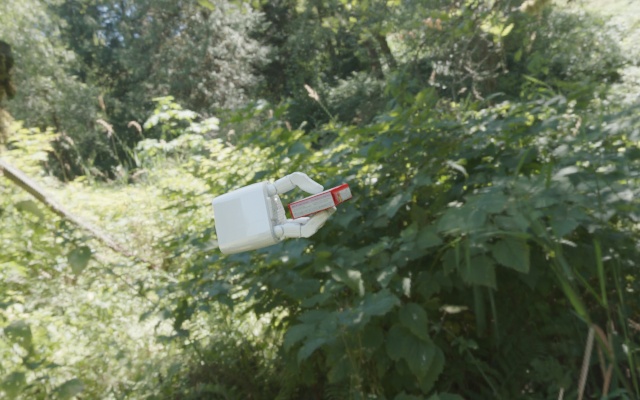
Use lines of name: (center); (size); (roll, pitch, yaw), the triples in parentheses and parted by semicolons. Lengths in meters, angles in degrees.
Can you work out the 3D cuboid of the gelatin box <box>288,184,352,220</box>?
gelatin box: (0.000, 0.002, 0.815); (0.089, 0.030, 0.073); (-19, 1, 27)
